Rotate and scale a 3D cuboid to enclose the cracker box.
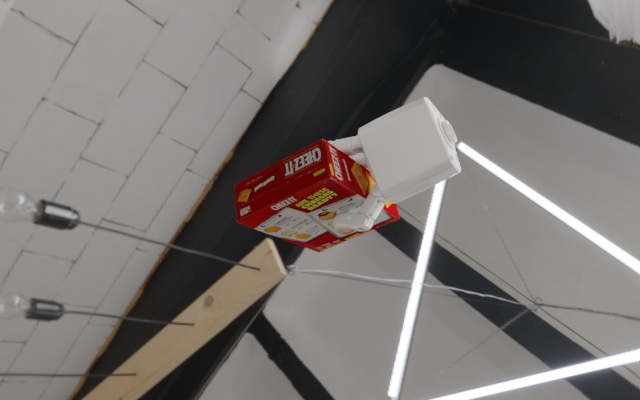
[{"bbox_3d":[0.000,0.003,0.732,0.164,0.072,0.214,-25,-30,26],"label":"cracker box"}]
